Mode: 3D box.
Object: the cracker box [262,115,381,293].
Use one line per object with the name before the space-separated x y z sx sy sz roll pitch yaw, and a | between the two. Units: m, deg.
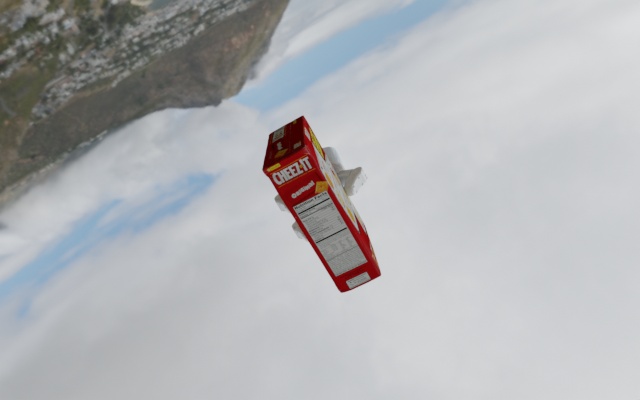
cracker box | 0.000 0.002 0.685 0.072 0.214 0.164 -28 21 8
